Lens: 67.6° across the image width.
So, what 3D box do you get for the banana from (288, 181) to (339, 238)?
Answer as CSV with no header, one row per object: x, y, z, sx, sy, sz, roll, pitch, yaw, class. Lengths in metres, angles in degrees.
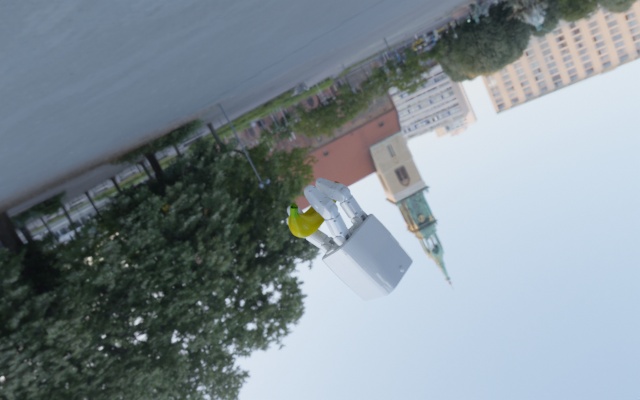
-0.009,0.019,0.788,0.037,0.070,0.197,30,22,11,banana
